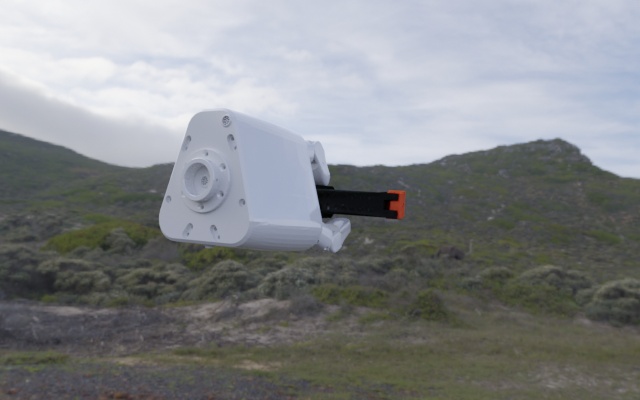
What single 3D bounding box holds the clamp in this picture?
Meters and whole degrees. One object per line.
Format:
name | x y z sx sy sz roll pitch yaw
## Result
clamp | 0.001 0.001 0.543 0.210 0.036 0.164 2 -1 27
